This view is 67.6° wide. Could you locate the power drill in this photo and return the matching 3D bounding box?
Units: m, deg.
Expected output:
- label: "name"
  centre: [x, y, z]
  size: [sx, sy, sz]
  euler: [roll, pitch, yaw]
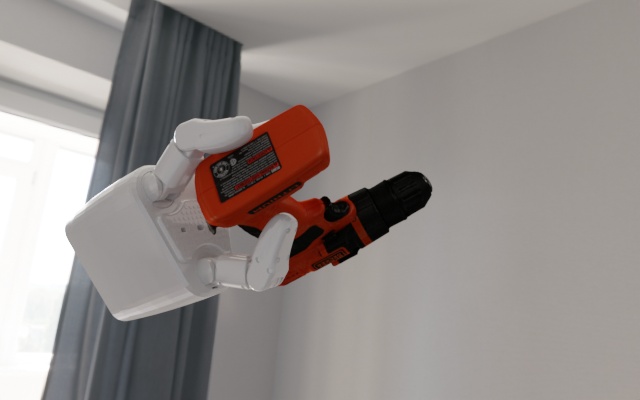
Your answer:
- label: "power drill"
  centre: [0.000, 0.001, 0.404]
  size: [0.184, 0.057, 0.188]
  euler: [-31, -32, 7]
